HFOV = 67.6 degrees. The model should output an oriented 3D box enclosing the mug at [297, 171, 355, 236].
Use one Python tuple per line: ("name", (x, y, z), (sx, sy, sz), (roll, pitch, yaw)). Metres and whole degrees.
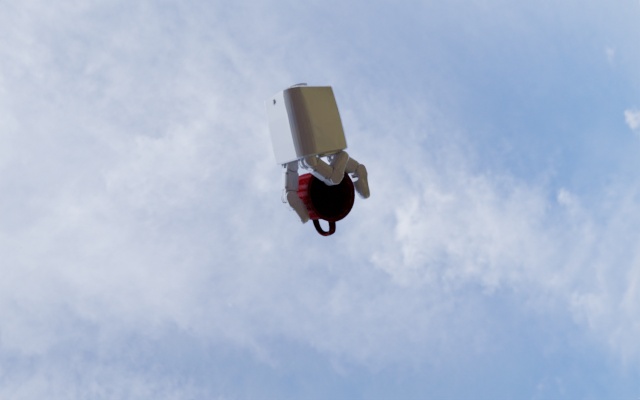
("mug", (0.000, 0.004, 0.804), (0.093, 0.117, 0.081), (-14, 4, -32))
